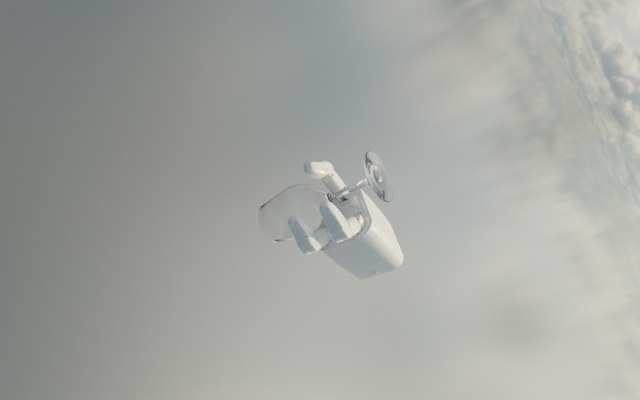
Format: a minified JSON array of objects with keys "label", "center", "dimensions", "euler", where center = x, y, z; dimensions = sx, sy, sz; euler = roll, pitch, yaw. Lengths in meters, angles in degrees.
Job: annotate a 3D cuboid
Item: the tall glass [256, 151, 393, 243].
[{"label":"tall glass","center":[0.001,0.002,0.690],"dimensions":[0.201,0.079,0.079],"euler":[-23,-12,29]}]
